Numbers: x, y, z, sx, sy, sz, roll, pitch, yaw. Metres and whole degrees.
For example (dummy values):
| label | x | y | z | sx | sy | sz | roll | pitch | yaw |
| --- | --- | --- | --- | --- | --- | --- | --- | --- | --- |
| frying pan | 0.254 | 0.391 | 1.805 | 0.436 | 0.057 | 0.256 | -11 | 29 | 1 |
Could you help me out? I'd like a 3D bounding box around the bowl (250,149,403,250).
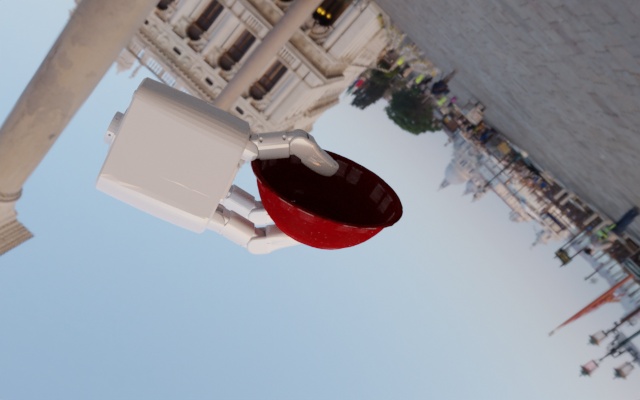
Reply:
| label | x | y | z | sx | sy | sz | roll | pitch | yaw |
| --- | --- | --- | --- | --- | --- | --- | --- | --- | --- |
| bowl | 0.001 | 0.002 | 0.491 | 0.162 | 0.055 | 0.162 | 17 | 27 | -9 |
